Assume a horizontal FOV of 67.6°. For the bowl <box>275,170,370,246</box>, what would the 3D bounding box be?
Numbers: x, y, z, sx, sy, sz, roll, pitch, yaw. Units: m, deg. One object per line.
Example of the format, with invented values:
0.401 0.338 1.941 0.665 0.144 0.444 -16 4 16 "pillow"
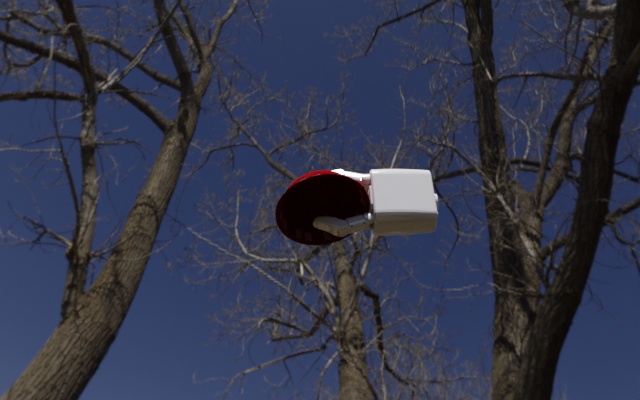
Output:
-0.001 0.002 0.820 0.162 0.162 0.055 0 41 -14 "bowl"
